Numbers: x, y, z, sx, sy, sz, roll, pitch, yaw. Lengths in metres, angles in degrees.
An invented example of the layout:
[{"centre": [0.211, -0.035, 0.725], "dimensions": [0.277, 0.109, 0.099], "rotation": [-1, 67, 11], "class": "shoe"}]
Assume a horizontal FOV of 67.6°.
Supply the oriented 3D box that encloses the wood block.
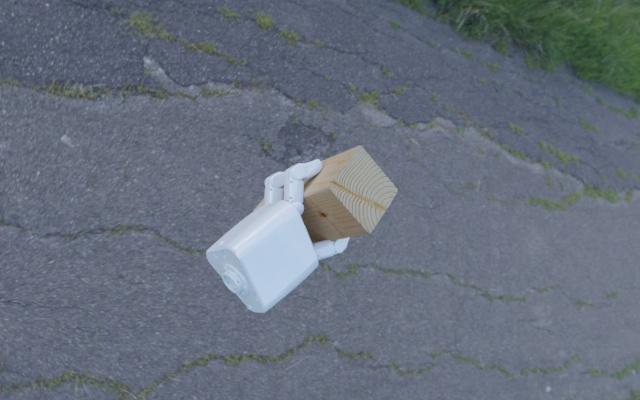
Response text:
[{"centre": [0.000, 0.003, 0.717], "dimensions": [0.206, 0.091, 0.090], "rotation": [-16, 31, 53], "class": "wood block"}]
